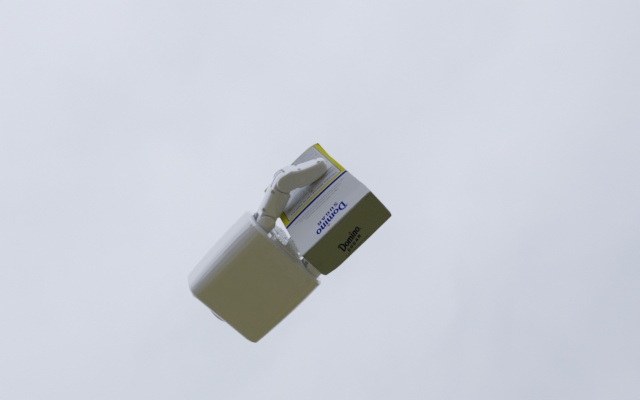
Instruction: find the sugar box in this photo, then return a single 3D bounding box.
[{"bbox_3d":[0.000,0.002,0.534,0.048,0.093,0.176,45,4,-31],"label":"sugar box"}]
